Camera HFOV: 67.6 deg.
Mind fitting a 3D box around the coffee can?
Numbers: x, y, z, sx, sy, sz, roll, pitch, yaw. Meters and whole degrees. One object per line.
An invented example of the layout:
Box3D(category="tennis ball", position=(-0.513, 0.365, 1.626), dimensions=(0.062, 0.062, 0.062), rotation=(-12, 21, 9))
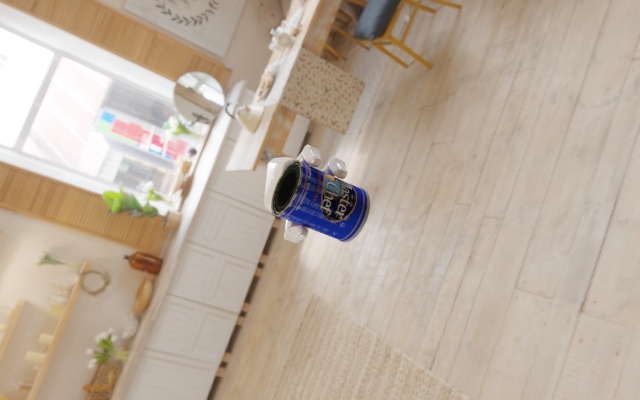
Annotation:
Box3D(category="coffee can", position=(0.000, 0.003, 0.826), dimensions=(0.140, 0.103, 0.103), rotation=(23, -10, -25))
